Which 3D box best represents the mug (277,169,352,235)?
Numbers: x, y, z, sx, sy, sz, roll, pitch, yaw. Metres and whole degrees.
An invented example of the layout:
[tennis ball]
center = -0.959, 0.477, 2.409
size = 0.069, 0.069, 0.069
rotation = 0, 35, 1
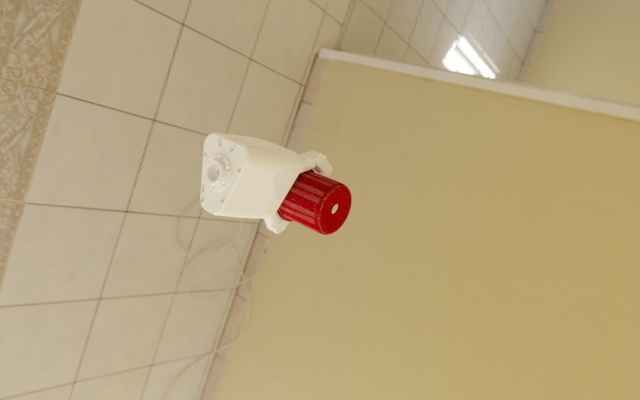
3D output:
[mug]
center = 0.001, 0.003, 0.737
size = 0.081, 0.093, 0.117
rotation = 23, 12, 35
